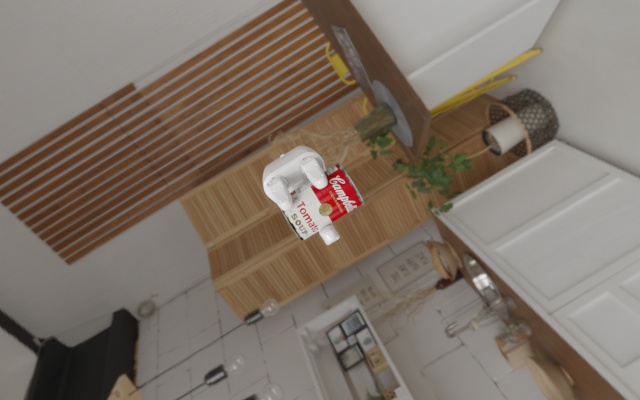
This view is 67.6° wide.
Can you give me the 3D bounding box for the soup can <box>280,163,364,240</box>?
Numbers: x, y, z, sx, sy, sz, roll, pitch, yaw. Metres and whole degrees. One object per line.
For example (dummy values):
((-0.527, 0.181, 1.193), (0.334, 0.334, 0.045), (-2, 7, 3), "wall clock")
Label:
((0.000, 0.003, 0.668), (0.102, 0.068, 0.068), (-31, 0, 0), "soup can")
